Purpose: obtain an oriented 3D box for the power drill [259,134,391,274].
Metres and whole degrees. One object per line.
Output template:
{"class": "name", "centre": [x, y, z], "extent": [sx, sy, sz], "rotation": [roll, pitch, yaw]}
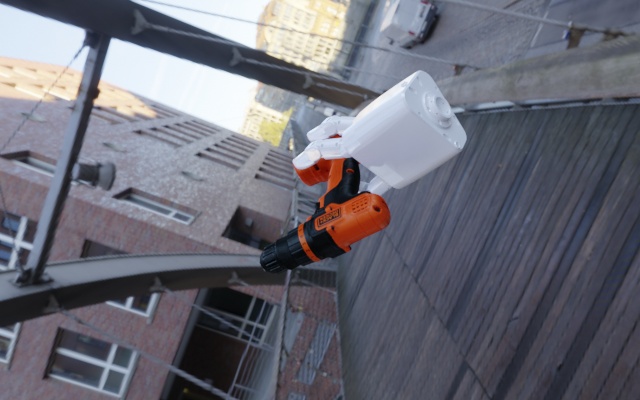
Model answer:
{"class": "power drill", "centre": [0.000, 0.002, 0.650], "extent": [0.184, 0.187, 0.057], "rotation": [-25, -51, 19]}
